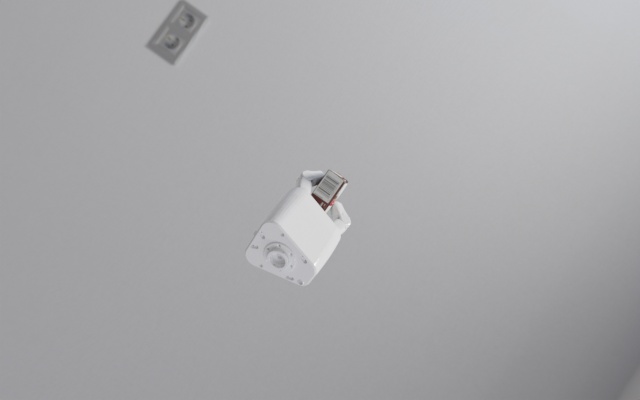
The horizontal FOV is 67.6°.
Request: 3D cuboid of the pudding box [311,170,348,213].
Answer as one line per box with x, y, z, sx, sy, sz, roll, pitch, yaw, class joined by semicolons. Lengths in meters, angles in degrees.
0.000;0.003;0.816;0.039;0.113;0.090;37;5;3;pudding box
